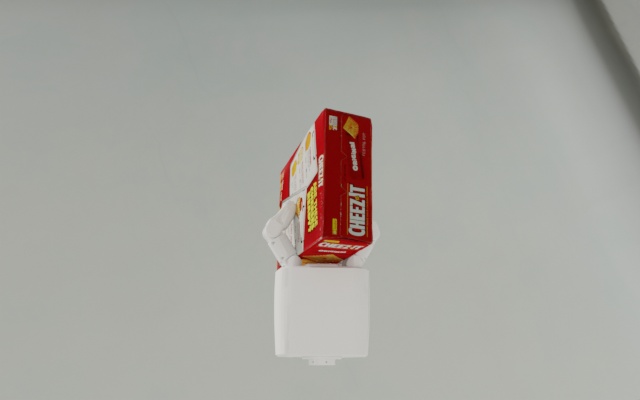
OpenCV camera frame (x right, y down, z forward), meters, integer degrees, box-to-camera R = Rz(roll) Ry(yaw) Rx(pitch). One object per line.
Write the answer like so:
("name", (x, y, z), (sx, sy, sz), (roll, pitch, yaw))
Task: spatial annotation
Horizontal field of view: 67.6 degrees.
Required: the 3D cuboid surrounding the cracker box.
("cracker box", (0.000, 0.002, 0.644), (0.072, 0.164, 0.214), (7, -20, -18))
